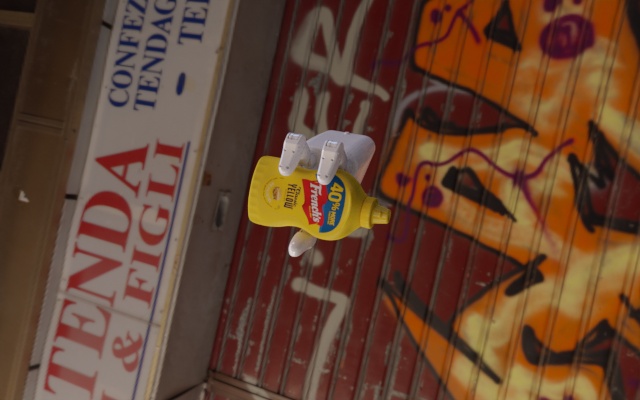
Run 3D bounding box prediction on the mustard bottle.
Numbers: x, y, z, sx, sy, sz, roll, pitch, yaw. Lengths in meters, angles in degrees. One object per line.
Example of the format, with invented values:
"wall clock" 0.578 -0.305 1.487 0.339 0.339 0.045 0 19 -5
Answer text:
"mustard bottle" 0.000 0.002 0.643 0.191 0.096 0.058 12 1 19
